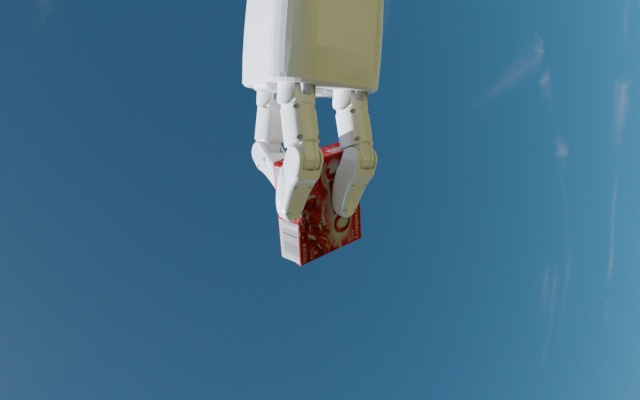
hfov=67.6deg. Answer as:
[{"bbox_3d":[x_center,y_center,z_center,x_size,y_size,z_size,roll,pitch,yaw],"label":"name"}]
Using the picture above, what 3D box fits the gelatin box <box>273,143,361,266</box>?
[{"bbox_3d":[0.000,0.002,0.408,0.073,0.089,0.030,-21,27,-38],"label":"gelatin box"}]
